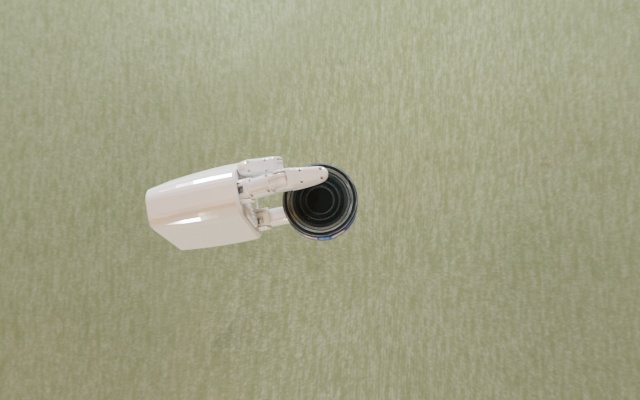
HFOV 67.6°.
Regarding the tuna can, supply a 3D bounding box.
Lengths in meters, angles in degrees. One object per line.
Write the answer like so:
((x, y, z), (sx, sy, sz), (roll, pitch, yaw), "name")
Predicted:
((0.000, 0.002, 0.543), (0.086, 0.086, 0.034), (0, -10, 3), "tuna can")
